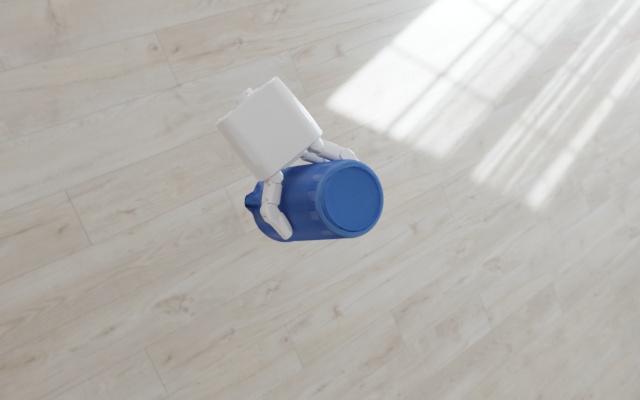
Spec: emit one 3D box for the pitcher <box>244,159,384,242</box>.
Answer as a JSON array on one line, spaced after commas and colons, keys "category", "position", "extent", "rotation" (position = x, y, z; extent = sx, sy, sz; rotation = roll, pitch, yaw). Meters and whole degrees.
[{"category": "pitcher", "position": [0.000, 0.002, 0.749], "extent": [0.149, 0.145, 0.243], "rotation": [-43, 16, -22]}]
